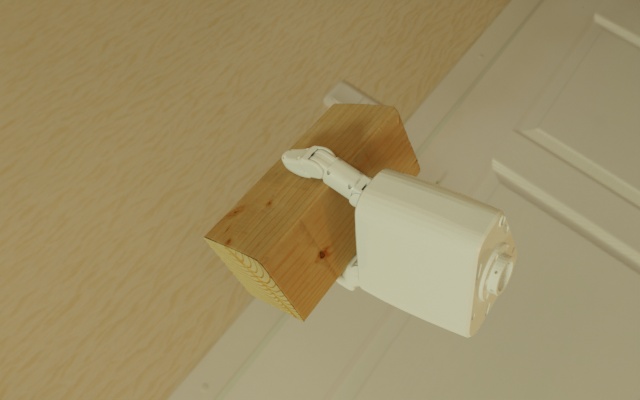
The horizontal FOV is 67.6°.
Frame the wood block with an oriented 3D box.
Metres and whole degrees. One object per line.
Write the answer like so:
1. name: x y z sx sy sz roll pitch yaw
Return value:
1. wood block: 0.000 0.002 0.478 0.090 0.091 0.206 14 54 45
